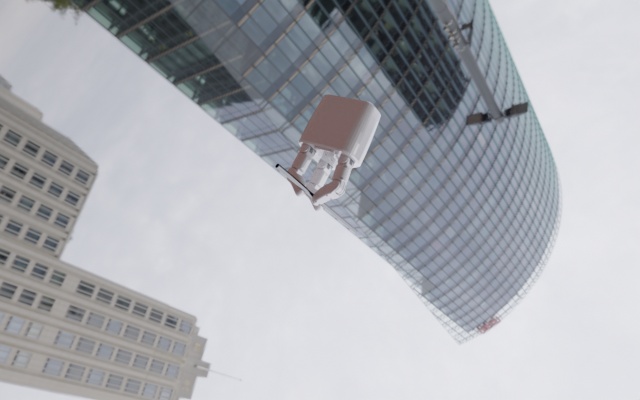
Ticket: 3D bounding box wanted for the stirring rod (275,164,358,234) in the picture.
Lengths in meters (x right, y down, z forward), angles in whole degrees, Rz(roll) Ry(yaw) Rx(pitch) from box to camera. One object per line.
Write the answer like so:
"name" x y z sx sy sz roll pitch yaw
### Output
"stirring rod" 0.000 0.003 0.823 0.011 0.011 0.240 0 -28 39
